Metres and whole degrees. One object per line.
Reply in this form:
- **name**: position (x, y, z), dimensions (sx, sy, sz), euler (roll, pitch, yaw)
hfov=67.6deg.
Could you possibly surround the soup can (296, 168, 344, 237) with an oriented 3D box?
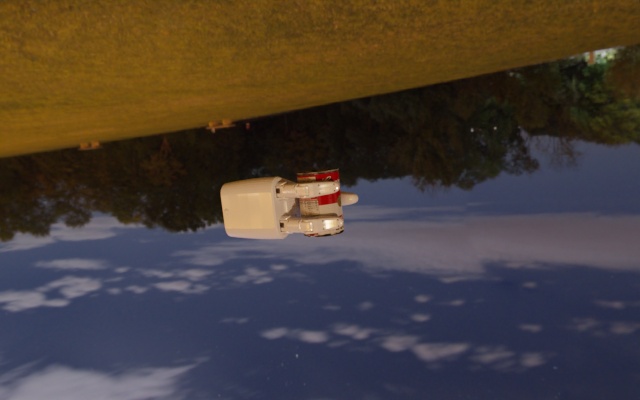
- **soup can**: position (0.001, 0.003, 0.764), dimensions (0.068, 0.102, 0.068), euler (-6, 7, 1)
